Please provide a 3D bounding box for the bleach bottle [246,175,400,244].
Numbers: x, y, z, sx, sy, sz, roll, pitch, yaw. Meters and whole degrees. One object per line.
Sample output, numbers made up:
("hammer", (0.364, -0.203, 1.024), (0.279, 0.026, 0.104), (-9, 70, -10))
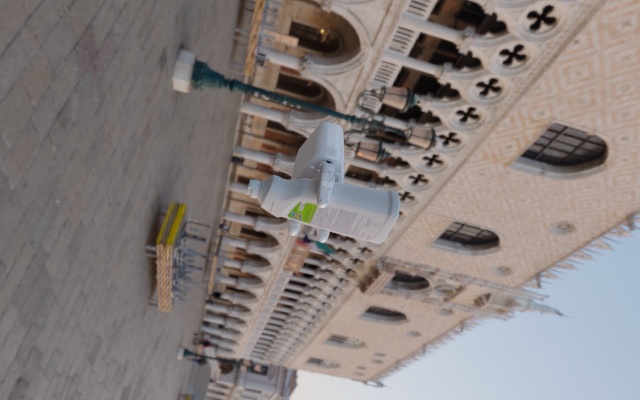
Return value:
("bleach bottle", (0.000, 0.003, 0.819), (0.251, 0.068, 0.103), (14, -44, -8))
